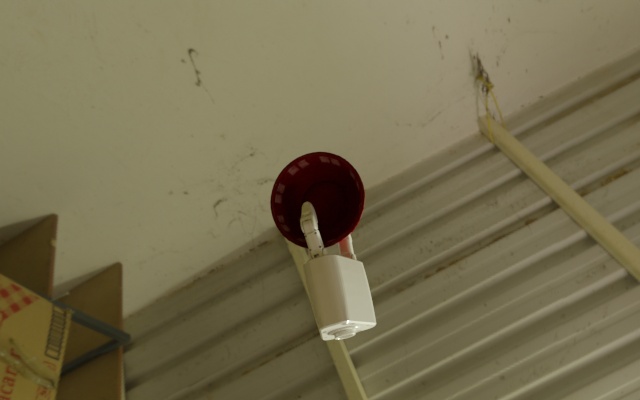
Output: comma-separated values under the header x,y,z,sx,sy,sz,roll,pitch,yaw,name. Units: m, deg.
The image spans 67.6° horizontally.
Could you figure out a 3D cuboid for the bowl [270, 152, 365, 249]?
x,y,z,sx,sy,sz,roll,pitch,yaw,name
0.000,0.001,0.803,0.162,0.162,0.055,0,-9,17,bowl
